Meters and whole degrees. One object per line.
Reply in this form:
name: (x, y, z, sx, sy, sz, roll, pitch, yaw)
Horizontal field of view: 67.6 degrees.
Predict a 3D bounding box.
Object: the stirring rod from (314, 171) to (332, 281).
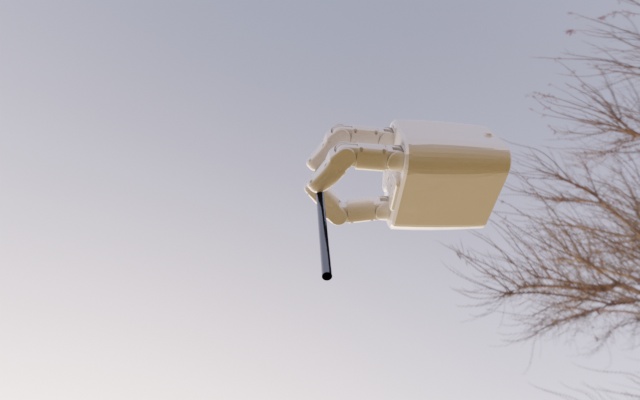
stirring rod: (0.000, 0.002, 0.463, 0.011, 0.011, 0.239, 0, 27, -3)
